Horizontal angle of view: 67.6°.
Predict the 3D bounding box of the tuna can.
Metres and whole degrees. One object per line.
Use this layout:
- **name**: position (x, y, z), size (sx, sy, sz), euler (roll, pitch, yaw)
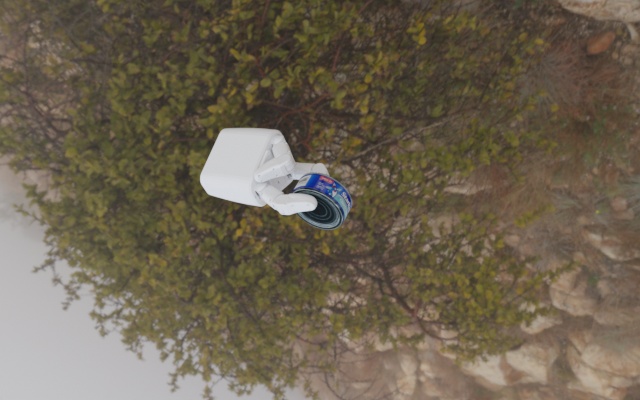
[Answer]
- **tuna can**: position (0.000, 0.003, 0.682), size (0.086, 0.033, 0.086), euler (19, -37, 15)
